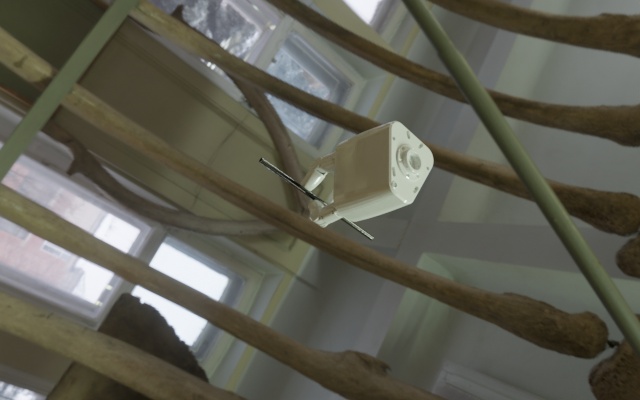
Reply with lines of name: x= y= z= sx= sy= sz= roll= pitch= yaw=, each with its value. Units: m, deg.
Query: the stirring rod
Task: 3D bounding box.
stirring rod: x=0.000 y=0.002 z=0.749 sx=0.239 sy=0.011 sz=0.011 roll=35 pitch=-18 yaw=-28
